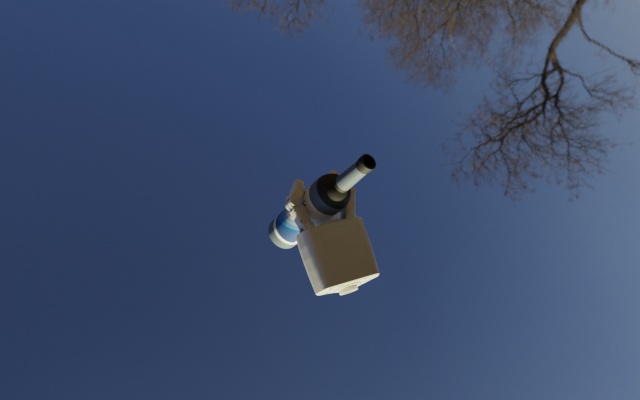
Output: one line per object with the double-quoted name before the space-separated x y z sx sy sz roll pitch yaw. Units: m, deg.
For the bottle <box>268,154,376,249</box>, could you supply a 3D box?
"bottle" 0.000 0.003 0.833 0.069 0.069 0.296 0 -25 -33
